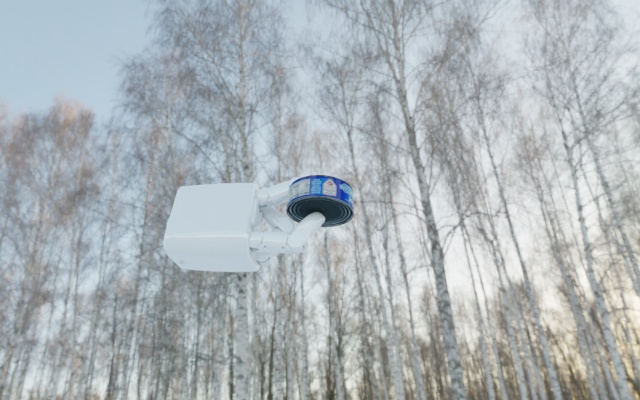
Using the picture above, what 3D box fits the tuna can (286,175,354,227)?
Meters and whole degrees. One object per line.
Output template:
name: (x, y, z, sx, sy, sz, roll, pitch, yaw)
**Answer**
tuna can: (0.000, 0.001, 0.610, 0.086, 0.033, 0.086, 3, -27, 1)
